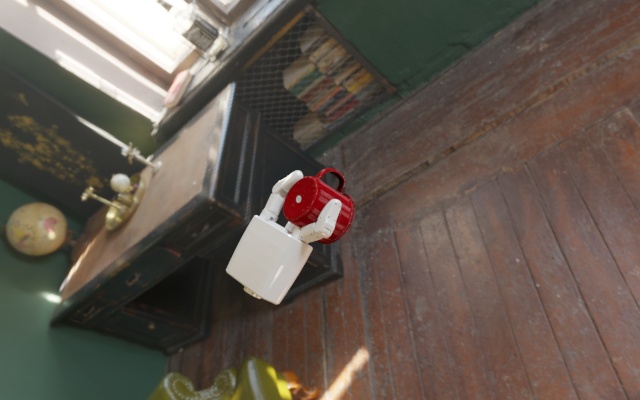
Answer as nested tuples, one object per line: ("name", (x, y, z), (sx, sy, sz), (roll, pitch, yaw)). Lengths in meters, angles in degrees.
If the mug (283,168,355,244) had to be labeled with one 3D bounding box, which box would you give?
("mug", (0.001, 0.001, 0.773), (0.081, 0.117, 0.093), (32, -7, -36))
